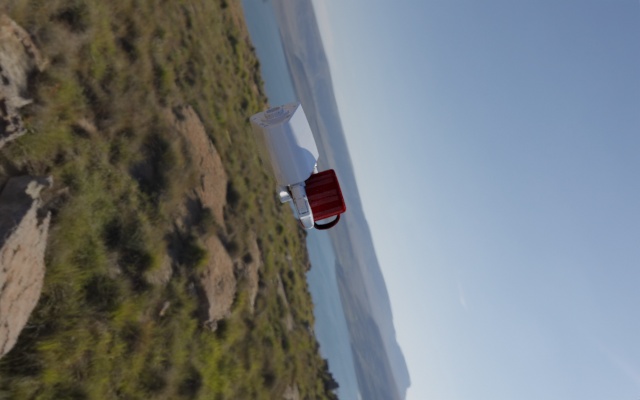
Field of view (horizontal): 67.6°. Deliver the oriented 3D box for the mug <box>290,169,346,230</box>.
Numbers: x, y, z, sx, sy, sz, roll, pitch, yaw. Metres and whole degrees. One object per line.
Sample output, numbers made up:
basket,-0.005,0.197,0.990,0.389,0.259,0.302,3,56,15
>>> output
mug,0.001,0.004,0.852,0.081,0.117,0.093,-17,29,4
